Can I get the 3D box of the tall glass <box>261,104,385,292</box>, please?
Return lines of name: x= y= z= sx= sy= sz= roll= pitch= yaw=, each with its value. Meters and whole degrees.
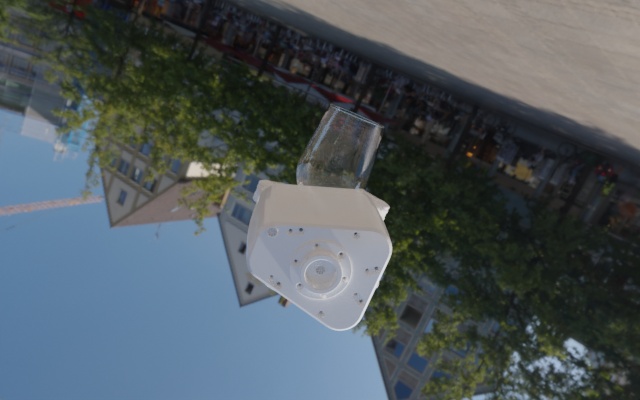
tall glass: x=0.000 y=0.002 z=0.514 sx=0.079 sy=0.201 sz=0.079 roll=22 pitch=13 yaw=-5
